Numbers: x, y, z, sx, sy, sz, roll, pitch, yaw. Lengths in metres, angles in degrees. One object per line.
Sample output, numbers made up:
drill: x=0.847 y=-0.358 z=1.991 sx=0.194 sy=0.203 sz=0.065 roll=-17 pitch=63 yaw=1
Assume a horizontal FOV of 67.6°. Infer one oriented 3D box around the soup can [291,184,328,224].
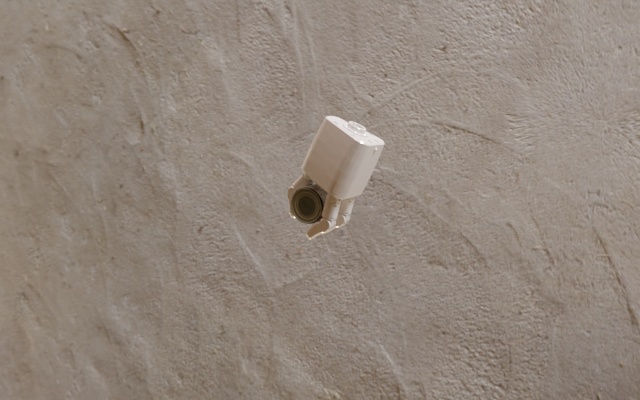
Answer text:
soup can: x=0.000 y=0.003 z=0.882 sx=0.068 sy=0.068 sz=0.102 roll=0 pitch=8 yaw=31
